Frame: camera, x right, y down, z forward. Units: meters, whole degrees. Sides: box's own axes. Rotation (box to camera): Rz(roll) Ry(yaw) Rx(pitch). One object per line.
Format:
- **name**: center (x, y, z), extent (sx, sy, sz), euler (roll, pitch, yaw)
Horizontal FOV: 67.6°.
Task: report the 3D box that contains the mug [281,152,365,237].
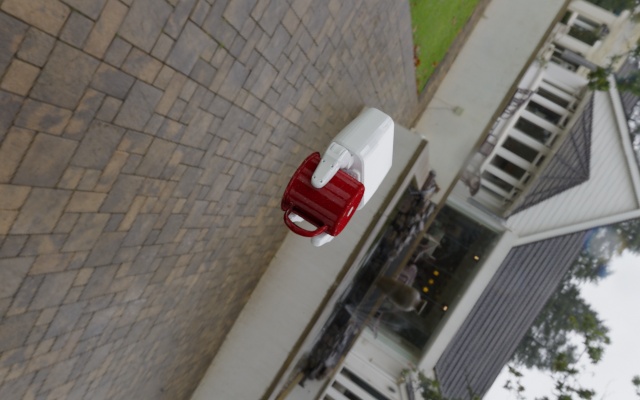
- **mug**: center (0.000, 0.003, 0.628), extent (0.081, 0.117, 0.093), euler (32, -38, 12)
